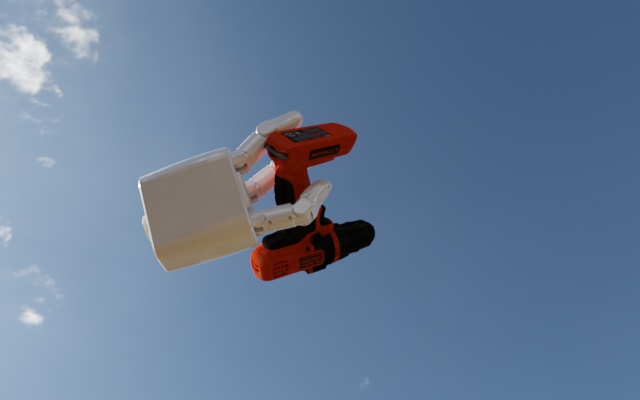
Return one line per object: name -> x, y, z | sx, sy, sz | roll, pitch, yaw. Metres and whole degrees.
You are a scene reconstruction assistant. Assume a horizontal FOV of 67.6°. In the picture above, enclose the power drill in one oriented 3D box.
power drill -> 0.000, 0.002, 0.597 | 0.184, 0.188, 0.057 | -15, 31, -32
